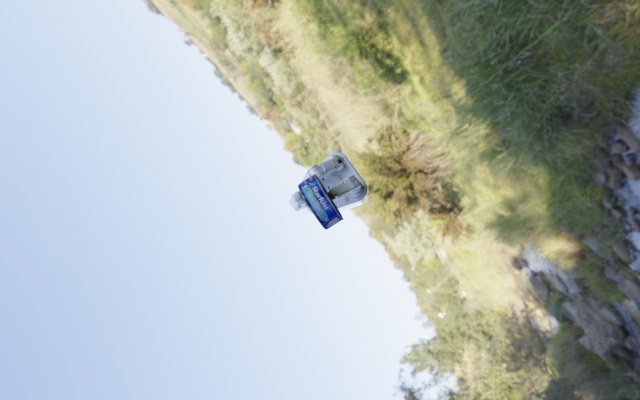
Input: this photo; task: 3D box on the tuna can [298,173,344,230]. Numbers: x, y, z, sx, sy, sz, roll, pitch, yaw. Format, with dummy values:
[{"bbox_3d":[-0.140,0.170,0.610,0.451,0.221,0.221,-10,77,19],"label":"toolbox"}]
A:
[{"bbox_3d":[0.000,0.003,0.747,0.034,0.086,0.086,-32,-2,3],"label":"tuna can"}]
